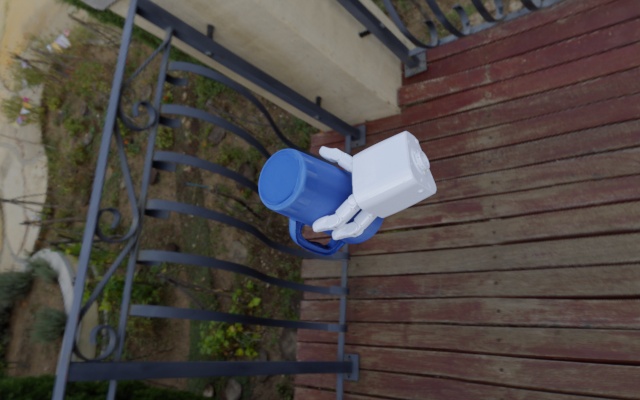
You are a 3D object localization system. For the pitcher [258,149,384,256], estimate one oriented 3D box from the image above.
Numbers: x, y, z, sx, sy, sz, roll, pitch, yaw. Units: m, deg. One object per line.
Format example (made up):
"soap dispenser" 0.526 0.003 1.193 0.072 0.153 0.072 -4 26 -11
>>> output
"pitcher" 0.000 0.003 0.877 0.145 0.149 0.243 -23 -28 32
